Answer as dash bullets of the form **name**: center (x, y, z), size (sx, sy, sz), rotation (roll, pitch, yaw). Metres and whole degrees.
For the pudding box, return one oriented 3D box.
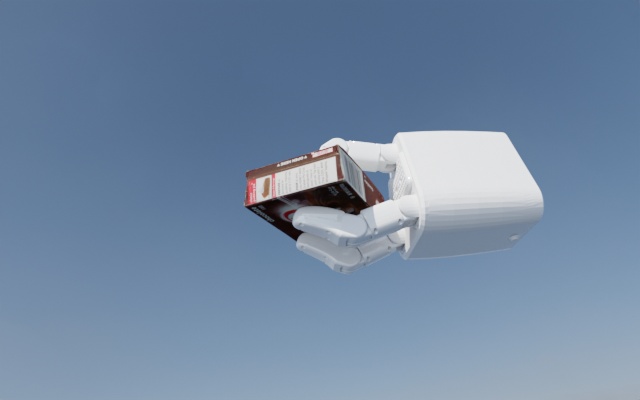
- **pudding box**: center (0.000, 0.001, 0.423), size (0.090, 0.039, 0.113), rotation (-15, -31, 21)
